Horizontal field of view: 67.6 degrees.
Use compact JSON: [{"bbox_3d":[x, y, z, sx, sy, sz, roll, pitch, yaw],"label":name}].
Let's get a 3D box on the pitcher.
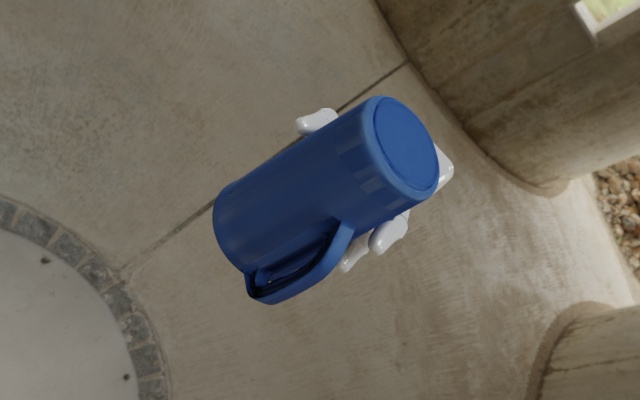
[{"bbox_3d":[0.000,0.002,0.507,0.243,0.149,0.145,-29,-3,41],"label":"pitcher"}]
